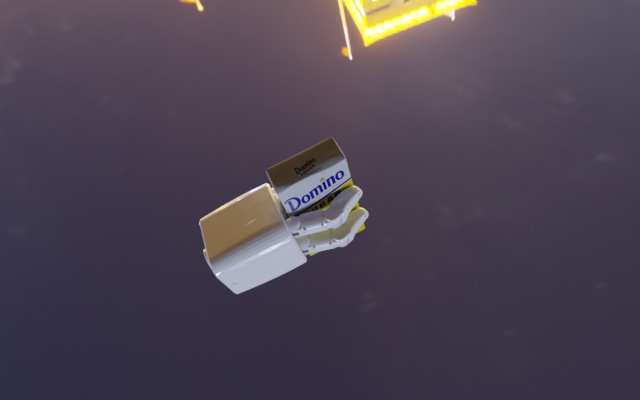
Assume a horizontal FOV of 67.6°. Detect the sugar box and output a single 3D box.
[{"bbox_3d":[0.000,0.003,0.631,0.093,0.048,0.176,-27,-31,-3],"label":"sugar box"}]
